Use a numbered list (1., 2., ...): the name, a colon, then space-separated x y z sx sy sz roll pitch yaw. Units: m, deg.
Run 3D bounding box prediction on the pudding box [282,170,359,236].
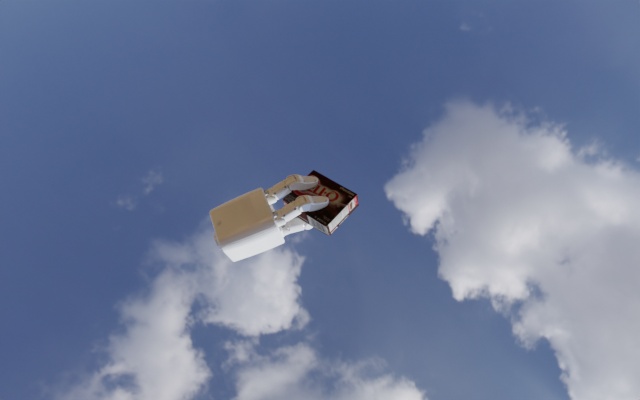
1. pudding box: 0.000 0.003 0.884 0.113 0.090 0.039 31 -26 28
